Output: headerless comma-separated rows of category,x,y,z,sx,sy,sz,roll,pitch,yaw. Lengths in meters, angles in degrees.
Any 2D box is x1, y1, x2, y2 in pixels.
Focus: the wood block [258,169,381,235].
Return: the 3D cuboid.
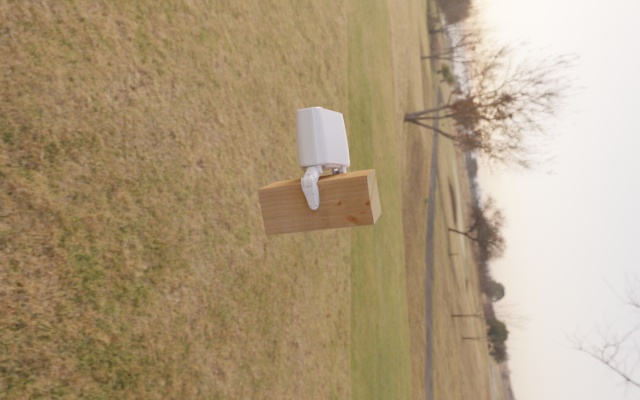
wood block,0.000,0.003,0.895,0.206,0.090,0.091,-7,9,17
